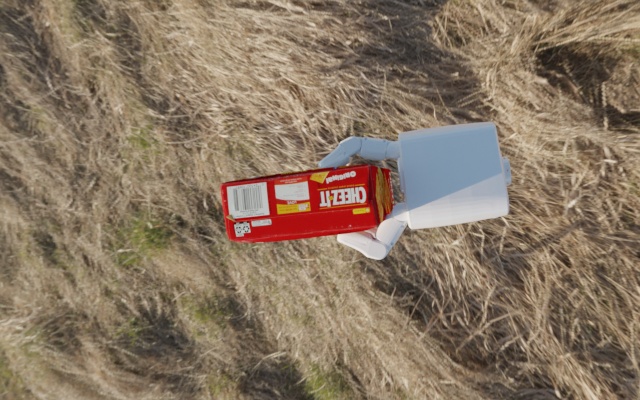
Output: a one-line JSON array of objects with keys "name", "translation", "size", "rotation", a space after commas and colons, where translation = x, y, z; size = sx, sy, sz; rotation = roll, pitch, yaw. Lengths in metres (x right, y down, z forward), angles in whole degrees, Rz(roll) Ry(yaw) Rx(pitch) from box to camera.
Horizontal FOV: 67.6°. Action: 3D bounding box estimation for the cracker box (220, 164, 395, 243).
[{"name": "cracker box", "translation": [0.000, 0.002, 0.585], "size": [0.164, 0.072, 0.213], "rotation": [-7, 0, 14]}]
